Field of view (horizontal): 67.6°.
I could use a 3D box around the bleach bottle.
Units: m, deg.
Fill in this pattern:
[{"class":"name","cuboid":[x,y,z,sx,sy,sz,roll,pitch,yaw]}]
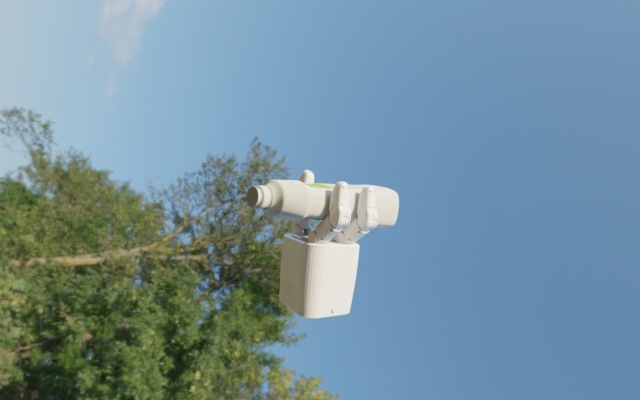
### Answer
[{"class":"bleach bottle","cuboid":[0.000,0.002,0.700,0.251,0.068,0.102,5,2,-42]}]
